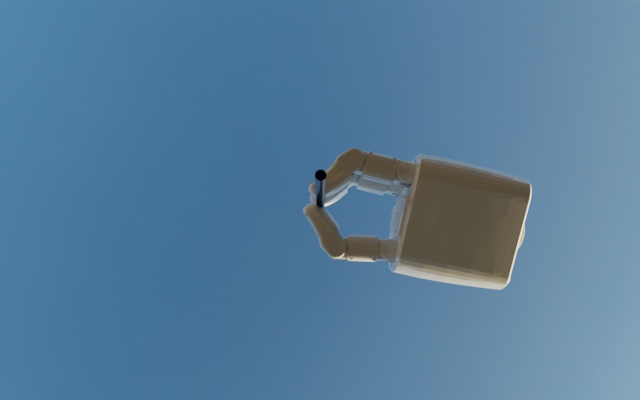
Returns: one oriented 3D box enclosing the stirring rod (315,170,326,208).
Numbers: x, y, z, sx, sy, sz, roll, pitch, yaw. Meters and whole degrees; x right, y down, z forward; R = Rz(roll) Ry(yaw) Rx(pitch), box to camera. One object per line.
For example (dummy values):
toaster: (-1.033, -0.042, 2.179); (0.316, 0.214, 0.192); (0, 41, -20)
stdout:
stirring rod: (0.000, 0.002, 0.449); (0.011, 0.011, 0.239); (0, -9, 0)
